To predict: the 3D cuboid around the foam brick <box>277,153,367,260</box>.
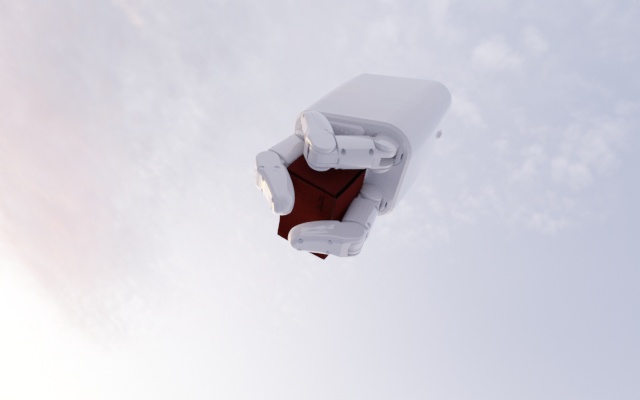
[{"bbox_3d":[0.000,0.002,0.413,0.053,0.078,0.051,29,46,17],"label":"foam brick"}]
